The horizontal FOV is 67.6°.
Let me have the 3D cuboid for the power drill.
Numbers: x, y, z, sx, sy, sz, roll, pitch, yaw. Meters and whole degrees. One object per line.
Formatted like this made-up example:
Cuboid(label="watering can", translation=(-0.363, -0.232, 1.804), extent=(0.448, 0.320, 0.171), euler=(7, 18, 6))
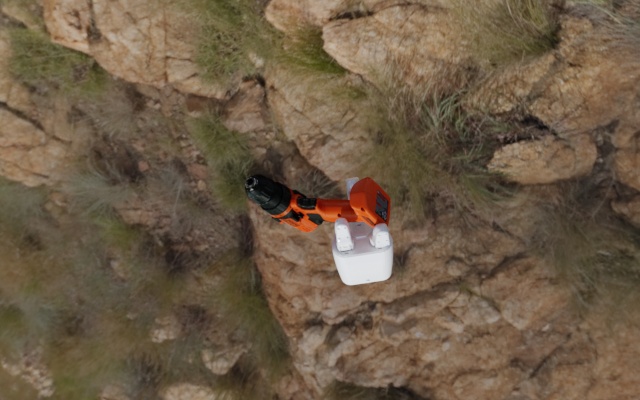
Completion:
Cuboid(label="power drill", translation=(0.001, 0.003, 0.731), extent=(0.187, 0.057, 0.184), euler=(-1, -19, 30))
